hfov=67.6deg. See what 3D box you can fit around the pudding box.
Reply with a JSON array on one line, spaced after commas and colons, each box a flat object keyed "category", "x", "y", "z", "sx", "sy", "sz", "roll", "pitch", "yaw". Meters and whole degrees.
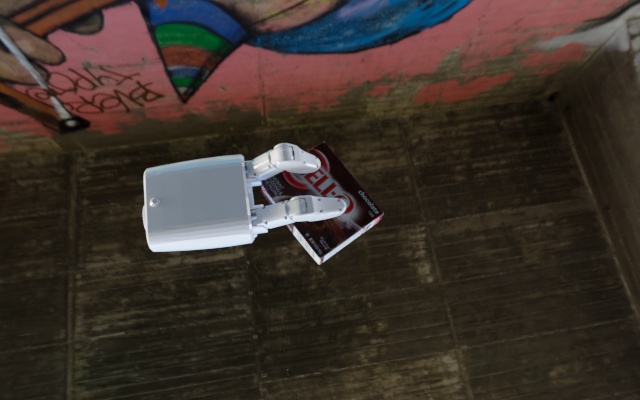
[{"category": "pudding box", "x": 0.000, "y": 0.002, "z": 0.537, "sx": 0.090, "sy": 0.113, "sz": 0.039, "roll": -34, "pitch": -13, "yaw": -16}]
